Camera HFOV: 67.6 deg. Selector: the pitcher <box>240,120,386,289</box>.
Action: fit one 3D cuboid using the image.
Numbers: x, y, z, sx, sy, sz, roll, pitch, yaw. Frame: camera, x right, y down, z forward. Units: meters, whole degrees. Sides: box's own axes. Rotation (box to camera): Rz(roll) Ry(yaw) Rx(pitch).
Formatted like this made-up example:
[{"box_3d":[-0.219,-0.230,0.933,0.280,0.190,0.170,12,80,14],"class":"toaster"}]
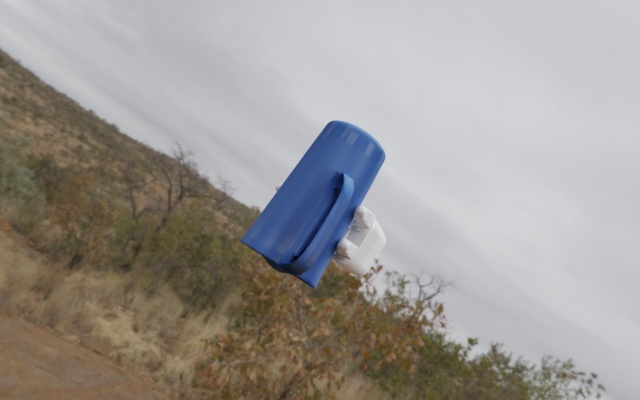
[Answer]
[{"box_3d":[0.000,0.002,0.723,0.149,0.243,0.145,27,-10,29],"class":"pitcher"}]
